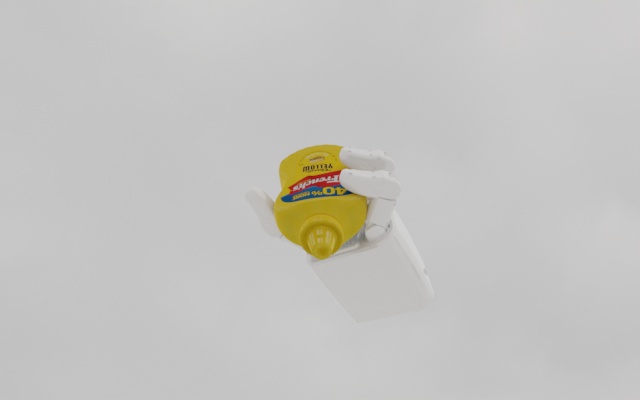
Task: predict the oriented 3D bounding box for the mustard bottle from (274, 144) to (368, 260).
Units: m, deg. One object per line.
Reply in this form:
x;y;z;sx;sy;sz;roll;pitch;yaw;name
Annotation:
0.000;0.001;0.504;0.096;0.058;0.191;-6;28;2;mustard bottle
